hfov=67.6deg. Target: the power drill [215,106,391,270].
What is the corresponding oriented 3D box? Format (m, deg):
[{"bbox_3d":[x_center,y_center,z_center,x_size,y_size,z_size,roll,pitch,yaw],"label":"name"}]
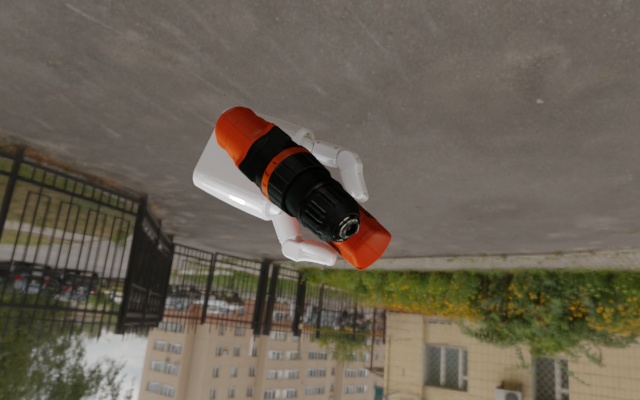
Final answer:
[{"bbox_3d":[0.000,0.002,0.452,0.184,0.057,0.188,44,0,38],"label":"power drill"}]
